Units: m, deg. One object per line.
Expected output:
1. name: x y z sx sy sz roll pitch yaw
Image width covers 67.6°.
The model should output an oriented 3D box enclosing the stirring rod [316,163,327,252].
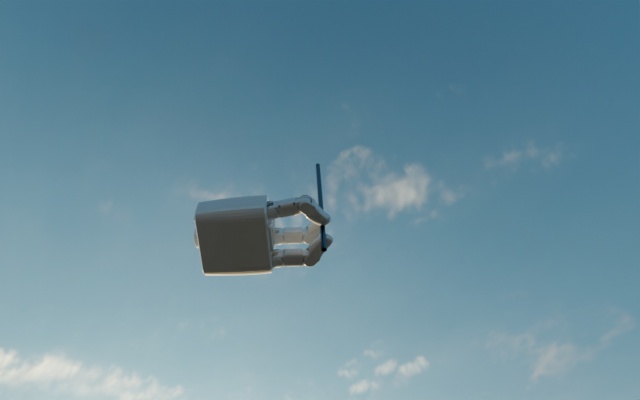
1. stirring rod: 0.000 0.003 0.772 0.011 0.011 0.239 0 34 -3
